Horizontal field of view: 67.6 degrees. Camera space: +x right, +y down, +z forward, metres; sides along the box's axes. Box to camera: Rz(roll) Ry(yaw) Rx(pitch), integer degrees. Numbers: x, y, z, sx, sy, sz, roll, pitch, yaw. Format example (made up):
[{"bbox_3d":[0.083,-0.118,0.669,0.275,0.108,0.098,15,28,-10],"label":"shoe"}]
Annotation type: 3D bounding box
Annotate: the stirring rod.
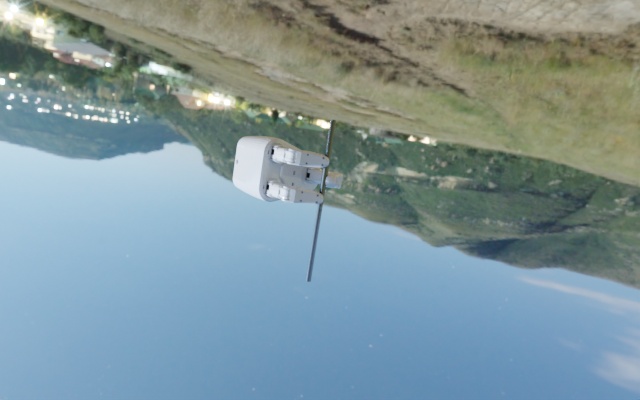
[{"bbox_3d":[0.000,0.002,0.700,0.011,0.239,0.011,9,7,-1],"label":"stirring rod"}]
